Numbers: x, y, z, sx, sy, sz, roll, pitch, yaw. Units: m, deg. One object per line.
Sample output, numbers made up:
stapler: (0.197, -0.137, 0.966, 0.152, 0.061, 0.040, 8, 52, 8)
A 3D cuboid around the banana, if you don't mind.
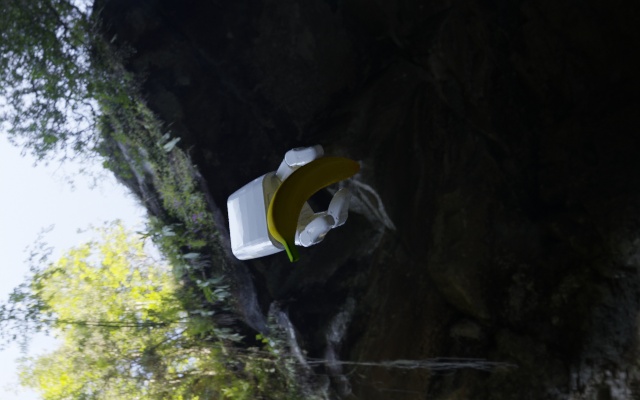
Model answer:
banana: (-0.013, -0.010, 0.596, 0.037, 0.069, 0.197, -27, 19, 45)
